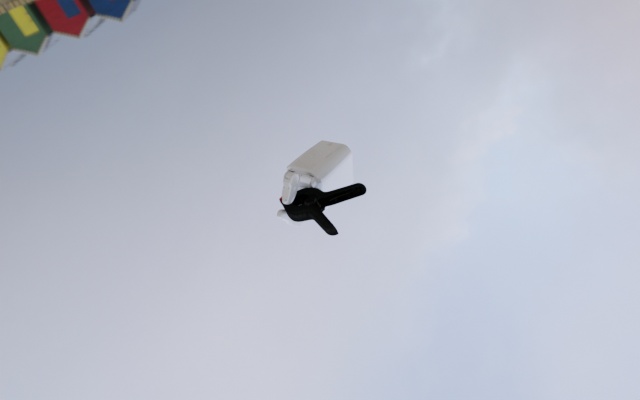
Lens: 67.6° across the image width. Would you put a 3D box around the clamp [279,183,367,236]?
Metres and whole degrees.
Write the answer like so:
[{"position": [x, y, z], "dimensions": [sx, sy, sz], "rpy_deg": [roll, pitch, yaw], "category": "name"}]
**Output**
[{"position": [0.000, 0.003, 0.877], "dimensions": [0.171, 0.039, 0.120], "rpy_deg": [16, 48, 43], "category": "clamp"}]
